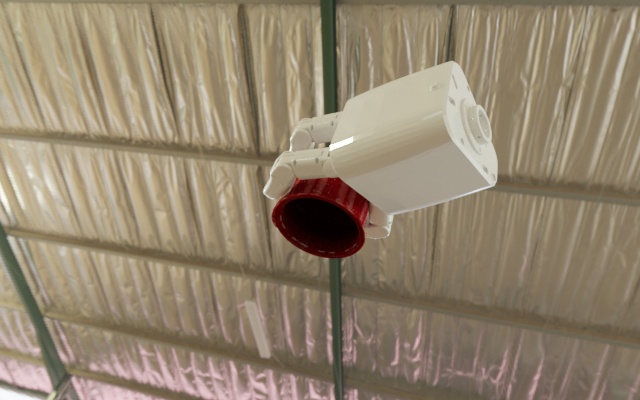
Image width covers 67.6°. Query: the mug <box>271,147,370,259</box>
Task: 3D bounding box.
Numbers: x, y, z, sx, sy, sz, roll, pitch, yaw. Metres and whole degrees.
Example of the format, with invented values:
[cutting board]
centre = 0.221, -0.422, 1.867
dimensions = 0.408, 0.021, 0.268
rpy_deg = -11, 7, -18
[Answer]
[mug]
centre = -0.001, 0.002, 0.499
dimensions = 0.117, 0.081, 0.093
rpy_deg = -14, -52, 34
